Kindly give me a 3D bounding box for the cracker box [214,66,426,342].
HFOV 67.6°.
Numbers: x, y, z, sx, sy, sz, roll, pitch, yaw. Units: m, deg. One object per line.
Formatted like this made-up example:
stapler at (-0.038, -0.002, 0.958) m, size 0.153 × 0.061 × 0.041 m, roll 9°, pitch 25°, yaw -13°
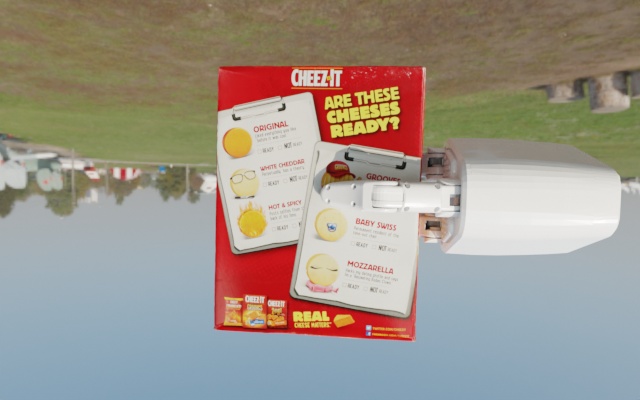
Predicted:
cracker box at (0.000, 0.002, 0.403) m, size 0.164 × 0.213 × 0.072 m, roll 2°, pitch 2°, yaw 5°
